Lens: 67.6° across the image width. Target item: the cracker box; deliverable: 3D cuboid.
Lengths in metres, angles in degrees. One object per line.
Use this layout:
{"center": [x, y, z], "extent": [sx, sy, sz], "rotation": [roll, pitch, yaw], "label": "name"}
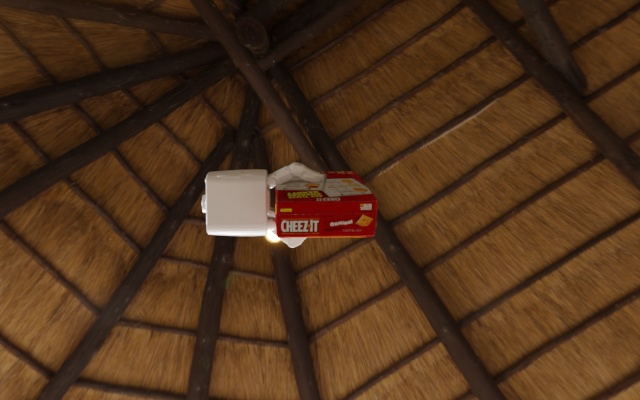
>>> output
{"center": [0.000, 0.003, 0.860], "extent": [0.164, 0.072, 0.213], "rotation": [-1, 16, -5], "label": "cracker box"}
